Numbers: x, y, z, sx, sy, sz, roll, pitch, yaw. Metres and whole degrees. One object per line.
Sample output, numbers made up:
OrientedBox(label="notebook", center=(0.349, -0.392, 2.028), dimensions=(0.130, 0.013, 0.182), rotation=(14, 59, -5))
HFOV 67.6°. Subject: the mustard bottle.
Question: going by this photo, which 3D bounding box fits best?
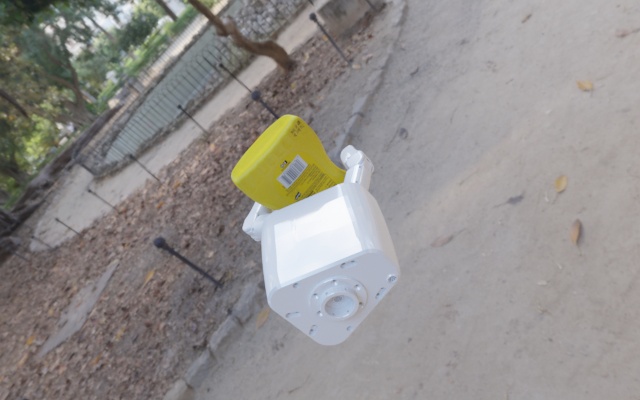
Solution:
OrientedBox(label="mustard bottle", center=(0.000, 0.001, 0.534), dimensions=(0.192, 0.096, 0.058), rotation=(44, -7, -28))
